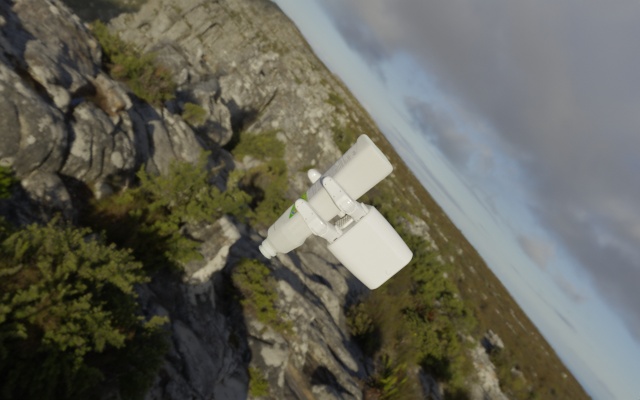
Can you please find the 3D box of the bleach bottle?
[{"bbox_3d":[0.000,0.003,0.779,0.251,0.068,0.102,-41,13,11],"label":"bleach bottle"}]
